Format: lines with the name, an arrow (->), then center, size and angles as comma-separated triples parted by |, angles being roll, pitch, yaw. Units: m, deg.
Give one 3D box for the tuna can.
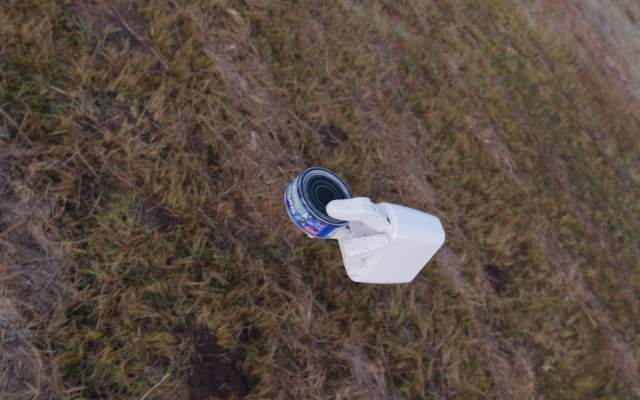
tuna can -> 0.000, 0.002, 0.592 | 0.086, 0.086, 0.034 | 0, -30, -40
